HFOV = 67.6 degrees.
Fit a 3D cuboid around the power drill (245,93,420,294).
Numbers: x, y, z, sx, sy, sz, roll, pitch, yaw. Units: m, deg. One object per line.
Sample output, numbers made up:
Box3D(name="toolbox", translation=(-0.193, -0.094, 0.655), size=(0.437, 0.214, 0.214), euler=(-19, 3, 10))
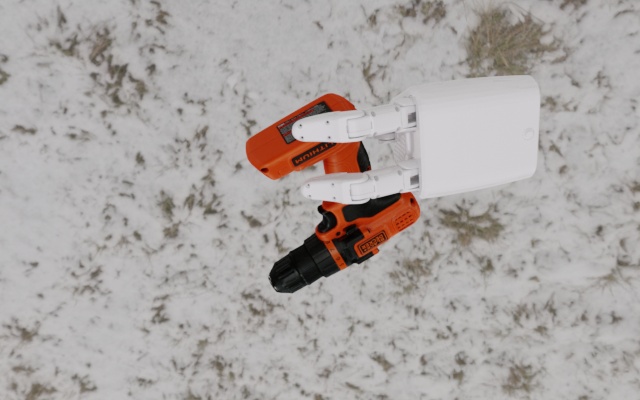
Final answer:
Box3D(name="power drill", translation=(0.000, 0.001, 0.481), size=(0.184, 0.188, 0.057), euler=(-32, 43, -3))
